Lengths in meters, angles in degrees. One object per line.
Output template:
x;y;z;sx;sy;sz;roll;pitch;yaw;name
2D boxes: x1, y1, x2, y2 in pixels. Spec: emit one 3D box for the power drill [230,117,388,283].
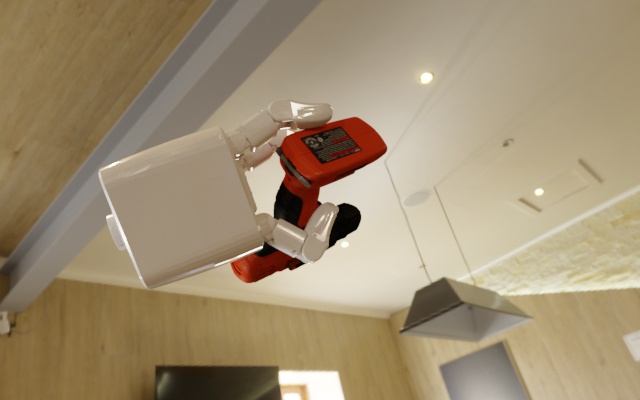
0.000;0.001;0.511;0.184;0.057;0.188;-24;-29;-38;power drill
